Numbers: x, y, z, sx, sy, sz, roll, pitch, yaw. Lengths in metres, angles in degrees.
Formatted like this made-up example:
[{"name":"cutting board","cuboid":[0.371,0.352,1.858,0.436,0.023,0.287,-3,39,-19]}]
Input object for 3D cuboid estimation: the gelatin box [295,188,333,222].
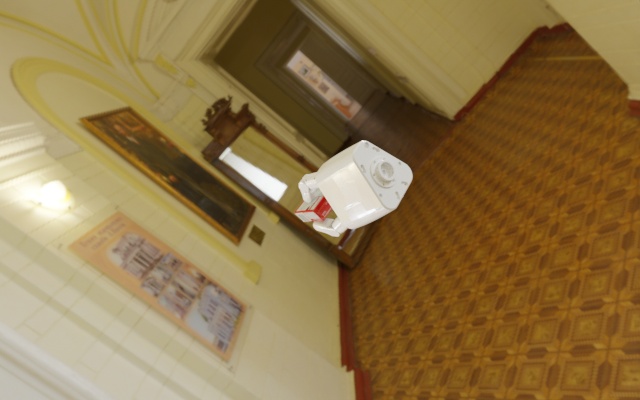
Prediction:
[{"name":"gelatin box","cuboid":[0.000,0.003,0.859,0.030,0.073,0.089,44,-20,-16]}]
